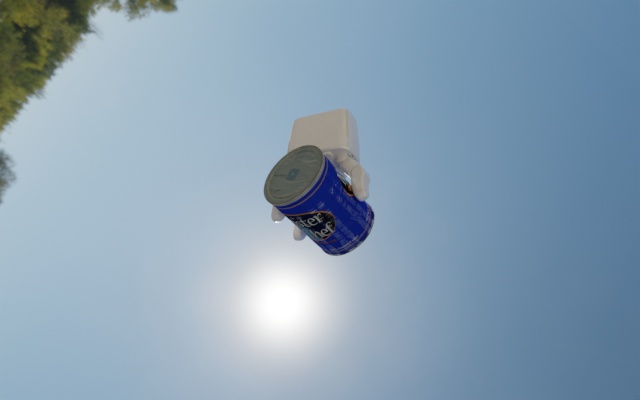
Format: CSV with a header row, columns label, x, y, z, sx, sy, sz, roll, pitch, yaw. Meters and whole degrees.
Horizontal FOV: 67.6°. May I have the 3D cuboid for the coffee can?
label,x,y,z,sx,sy,sz,roll,pitch,yaw
coffee can,0.000,0.002,0.700,0.103,0.102,0.140,0,-35,44
